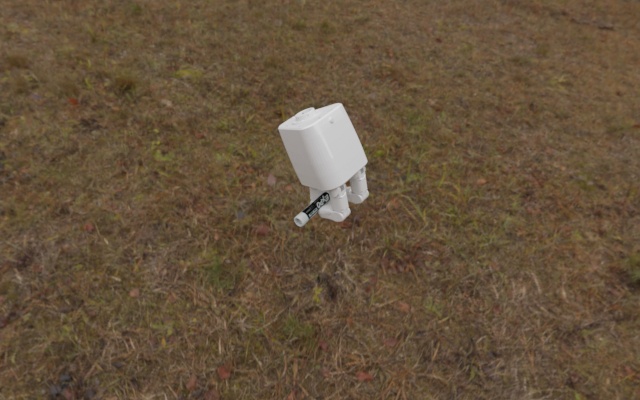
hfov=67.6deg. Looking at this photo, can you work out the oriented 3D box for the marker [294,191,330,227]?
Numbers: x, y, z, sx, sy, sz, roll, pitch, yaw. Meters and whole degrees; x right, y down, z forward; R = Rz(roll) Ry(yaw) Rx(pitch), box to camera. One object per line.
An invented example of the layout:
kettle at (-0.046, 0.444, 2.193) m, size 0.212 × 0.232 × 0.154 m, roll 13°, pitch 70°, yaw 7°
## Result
marker at (0.000, 0.003, 0.802) m, size 0.020 × 0.020 × 0.121 m, roll 0°, pitch 32°, yaw 45°
